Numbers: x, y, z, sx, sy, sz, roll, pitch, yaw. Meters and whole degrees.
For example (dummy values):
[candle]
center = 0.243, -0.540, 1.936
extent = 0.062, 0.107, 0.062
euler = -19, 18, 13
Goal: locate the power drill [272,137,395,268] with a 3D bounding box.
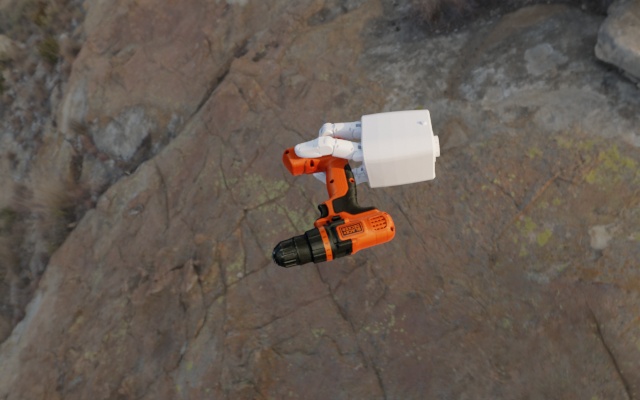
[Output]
[power drill]
center = 0.000, 0.002, 0.731
extent = 0.184, 0.187, 0.057
euler = -14, -25, -9
